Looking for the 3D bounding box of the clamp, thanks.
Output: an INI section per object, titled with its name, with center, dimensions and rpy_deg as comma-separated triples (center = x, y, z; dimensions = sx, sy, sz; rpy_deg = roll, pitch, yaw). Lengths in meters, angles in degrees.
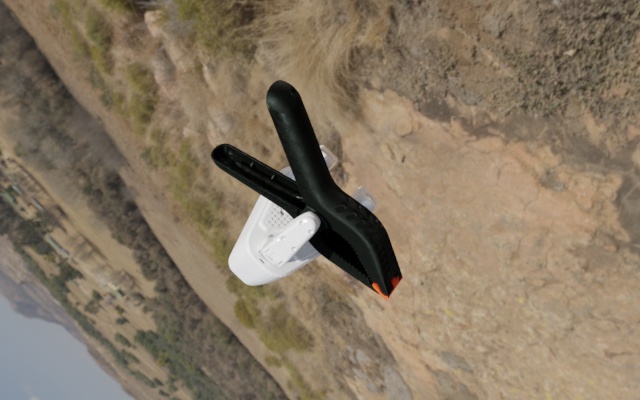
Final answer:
[clamp]
center = 0.000, 0.002, 0.406
dimensions = 0.036, 0.210, 0.164
rpy_deg = -48, 5, -26
